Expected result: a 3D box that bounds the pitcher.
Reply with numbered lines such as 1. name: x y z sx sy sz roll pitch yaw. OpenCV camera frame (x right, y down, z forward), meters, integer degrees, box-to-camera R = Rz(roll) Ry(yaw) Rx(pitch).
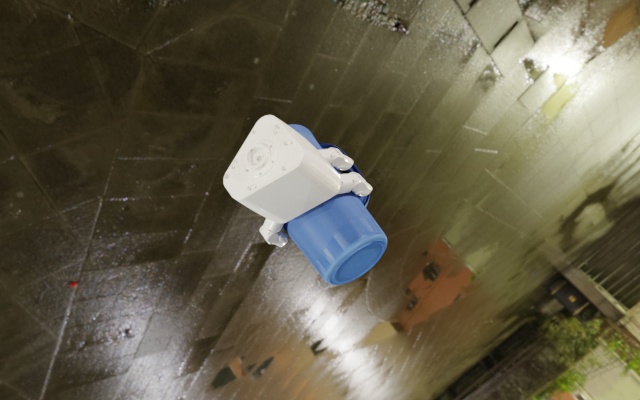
1. pitcher: 0.000 0.002 0.735 0.149 0.242 0.145 -43 -30 9
